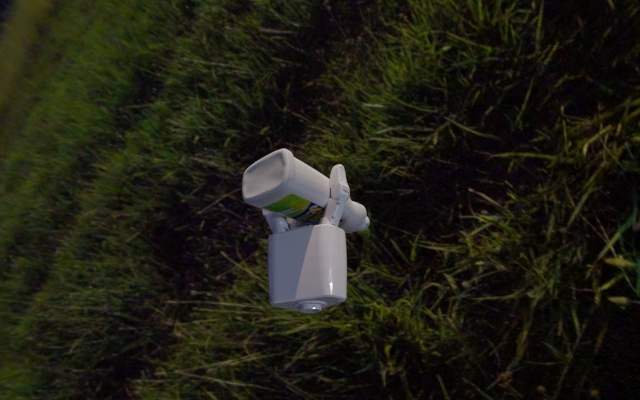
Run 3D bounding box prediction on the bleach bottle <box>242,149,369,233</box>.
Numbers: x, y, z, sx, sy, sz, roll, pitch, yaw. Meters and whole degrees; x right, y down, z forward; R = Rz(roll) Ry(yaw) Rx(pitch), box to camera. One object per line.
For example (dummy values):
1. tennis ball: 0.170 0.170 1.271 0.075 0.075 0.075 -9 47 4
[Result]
1. bleach bottle: 0.000 0.002 0.762 0.102 0.068 0.251 -22 -31 36
